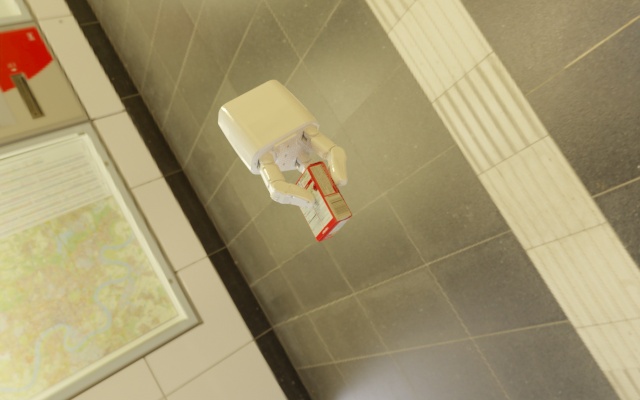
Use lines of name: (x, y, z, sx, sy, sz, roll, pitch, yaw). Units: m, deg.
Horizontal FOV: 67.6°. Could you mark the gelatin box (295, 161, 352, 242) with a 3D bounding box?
gelatin box: (0.000, 0.003, 0.657, 0.030, 0.089, 0.073, -19, -18, -30)
